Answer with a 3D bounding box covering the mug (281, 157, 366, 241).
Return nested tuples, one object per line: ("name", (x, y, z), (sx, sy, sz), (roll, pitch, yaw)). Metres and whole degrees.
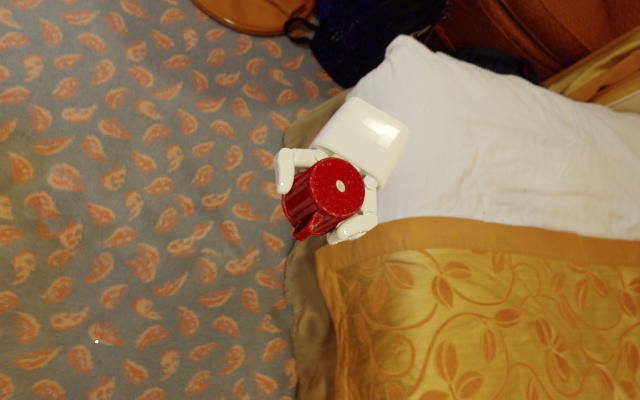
("mug", (-0.001, 0.003, 0.619), (0.093, 0.117, 0.081), (39, -29, -10))
